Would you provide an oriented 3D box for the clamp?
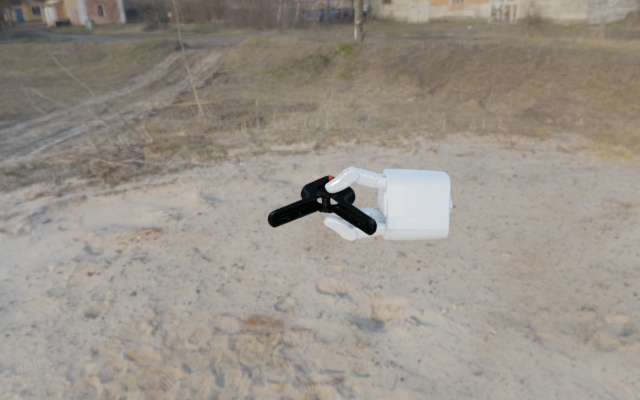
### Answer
[{"bbox_3d":[0.000,0.002,0.795,0.164,0.036,0.210,3,22,-3],"label":"clamp"}]
